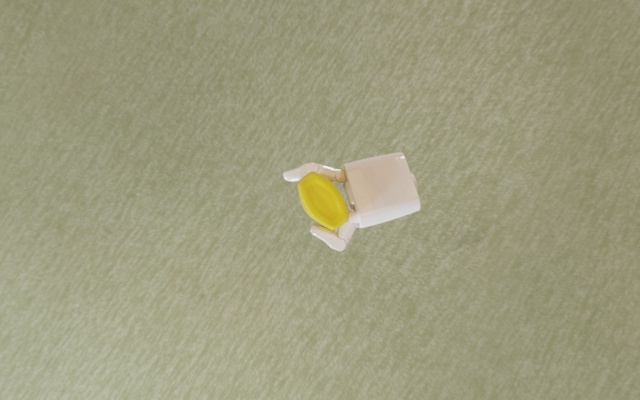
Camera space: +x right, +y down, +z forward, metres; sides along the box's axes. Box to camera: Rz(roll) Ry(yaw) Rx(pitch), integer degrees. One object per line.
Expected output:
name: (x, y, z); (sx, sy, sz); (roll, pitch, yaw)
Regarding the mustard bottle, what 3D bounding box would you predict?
mustard bottle: (0.000, 0.003, 0.822); (0.058, 0.096, 0.191); (-39, 1, -3)
